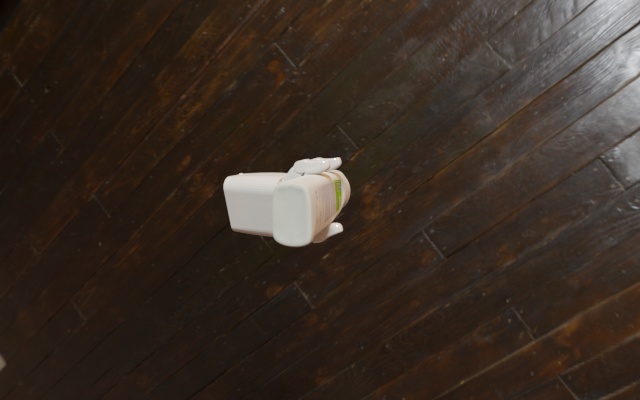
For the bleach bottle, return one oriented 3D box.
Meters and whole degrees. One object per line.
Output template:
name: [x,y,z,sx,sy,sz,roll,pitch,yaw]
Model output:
bleach bottle: [0.000,0.003,0.823,0.068,0.102,0.251,3,9,20]
